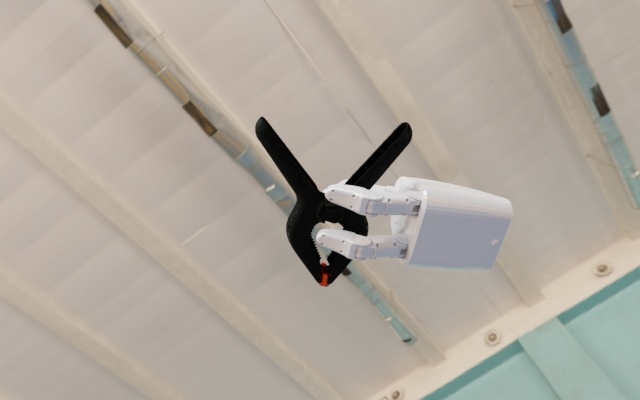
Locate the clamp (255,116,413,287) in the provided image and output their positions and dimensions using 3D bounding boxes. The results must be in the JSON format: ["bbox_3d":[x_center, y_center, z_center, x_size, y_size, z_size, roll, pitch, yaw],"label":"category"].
[{"bbox_3d":[0.000,0.002,0.537,0.164,0.210,0.036,8,25,-7],"label":"clamp"}]
